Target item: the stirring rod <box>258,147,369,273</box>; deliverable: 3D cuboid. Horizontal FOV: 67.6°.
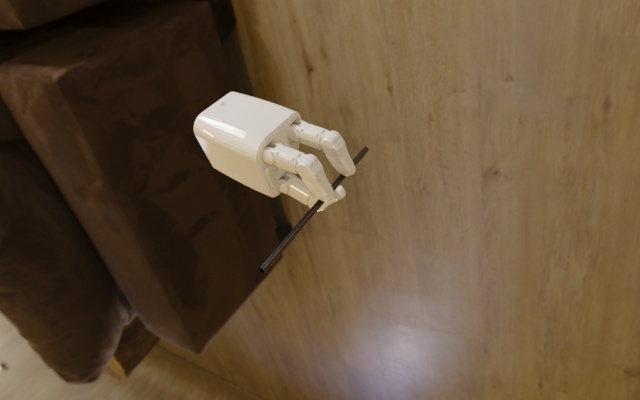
[{"bbox_3d":[0.000,0.002,0.573,0.011,0.011,0.239,0,36,40],"label":"stirring rod"}]
